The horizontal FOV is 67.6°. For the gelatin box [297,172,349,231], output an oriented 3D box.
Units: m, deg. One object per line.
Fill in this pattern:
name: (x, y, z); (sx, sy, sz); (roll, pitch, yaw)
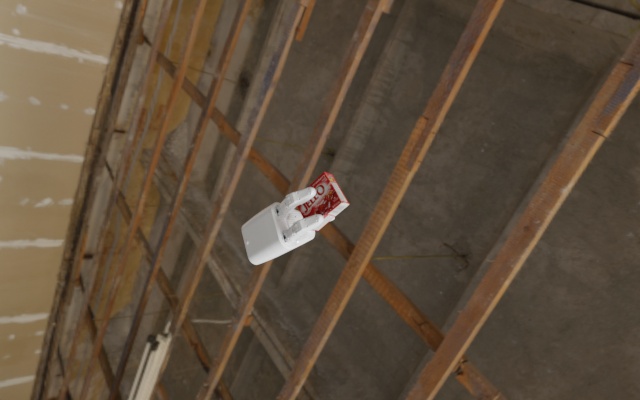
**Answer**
gelatin box: (0.001, 0.003, 0.892); (0.089, 0.073, 0.030); (-41, -29, 24)
